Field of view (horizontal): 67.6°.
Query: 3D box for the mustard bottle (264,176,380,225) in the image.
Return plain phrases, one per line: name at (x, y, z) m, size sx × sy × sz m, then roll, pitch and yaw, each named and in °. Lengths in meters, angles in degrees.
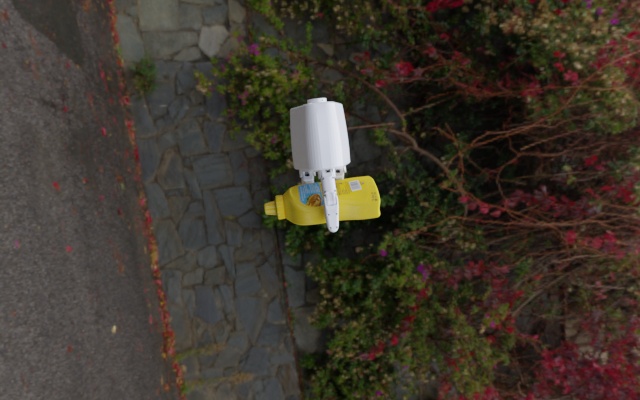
mustard bottle at (0.000, 0.003, 0.817) m, size 0.191 × 0.058 × 0.096 m, roll -7°, pitch 33°, yaw -4°
